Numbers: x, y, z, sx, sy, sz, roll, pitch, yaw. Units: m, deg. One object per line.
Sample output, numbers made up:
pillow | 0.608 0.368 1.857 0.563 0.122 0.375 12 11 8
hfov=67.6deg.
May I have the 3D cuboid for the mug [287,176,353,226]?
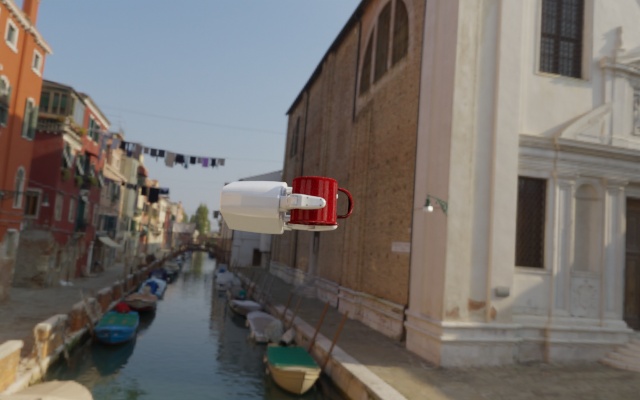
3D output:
mug | 0.002 0.003 0.857 0.117 0.081 0.093 3 -6 1
